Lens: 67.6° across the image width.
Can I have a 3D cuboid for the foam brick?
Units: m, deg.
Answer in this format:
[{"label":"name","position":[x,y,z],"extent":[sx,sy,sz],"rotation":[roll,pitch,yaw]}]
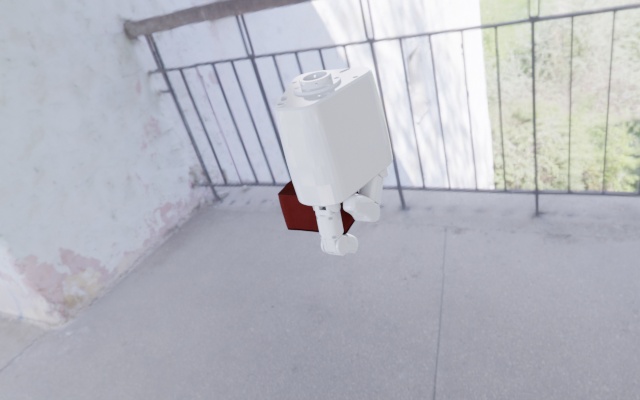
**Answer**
[{"label":"foam brick","position":[0.000,0.002,0.546],"extent":[0.078,0.051,0.053],"rotation":[3,35,30]}]
